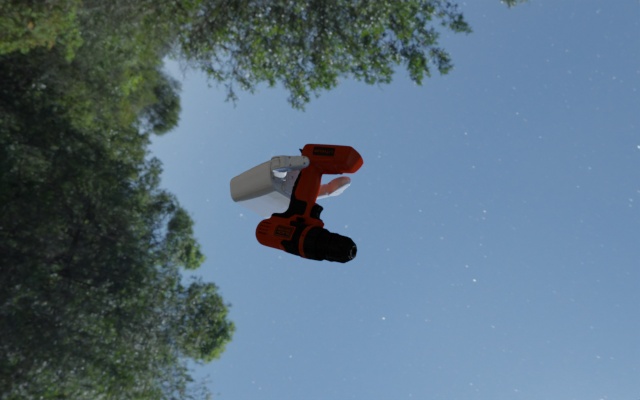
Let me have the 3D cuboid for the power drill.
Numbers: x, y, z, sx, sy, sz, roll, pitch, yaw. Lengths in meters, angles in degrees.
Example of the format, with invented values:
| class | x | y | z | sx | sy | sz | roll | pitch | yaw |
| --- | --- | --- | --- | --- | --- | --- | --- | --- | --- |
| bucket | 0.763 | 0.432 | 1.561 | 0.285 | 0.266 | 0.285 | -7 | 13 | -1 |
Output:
| class | x | y | z | sx | sy | sz | roll | pitch | yaw |
| --- | --- | --- | --- | --- | --- | --- | --- | --- | --- |
| power drill | 0.000 | 0.002 | 0.750 | 0.184 | 0.187 | 0.057 | 10 | -24 | 35 |
